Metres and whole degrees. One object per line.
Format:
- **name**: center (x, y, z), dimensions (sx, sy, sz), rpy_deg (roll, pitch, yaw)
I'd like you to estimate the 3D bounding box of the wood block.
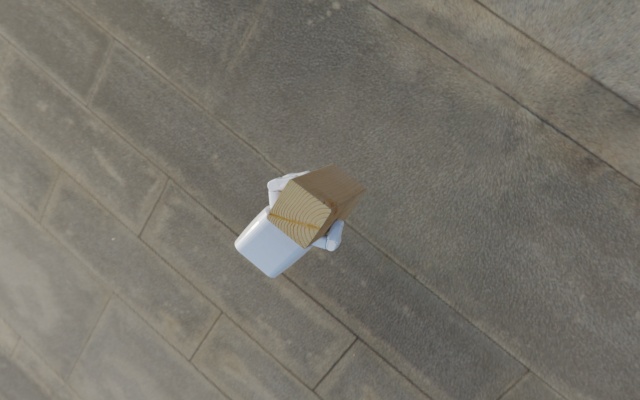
- **wood block**: center (0.000, 0.003, 0.886), dimensions (0.091, 0.090, 0.206), rpy_deg (38, 23, 10)
